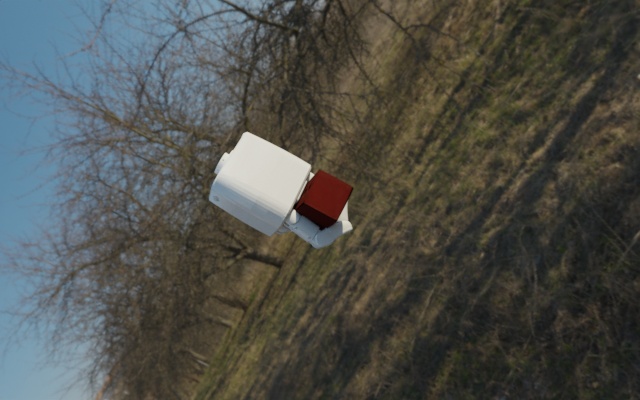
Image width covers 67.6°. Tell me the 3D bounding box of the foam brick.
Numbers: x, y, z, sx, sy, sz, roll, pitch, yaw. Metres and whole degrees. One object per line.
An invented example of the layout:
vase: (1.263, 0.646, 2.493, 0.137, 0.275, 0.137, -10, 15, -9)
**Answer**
foam brick: (0.000, 0.002, 0.638, 0.051, 0.053, 0.078, 30, -21, -7)
